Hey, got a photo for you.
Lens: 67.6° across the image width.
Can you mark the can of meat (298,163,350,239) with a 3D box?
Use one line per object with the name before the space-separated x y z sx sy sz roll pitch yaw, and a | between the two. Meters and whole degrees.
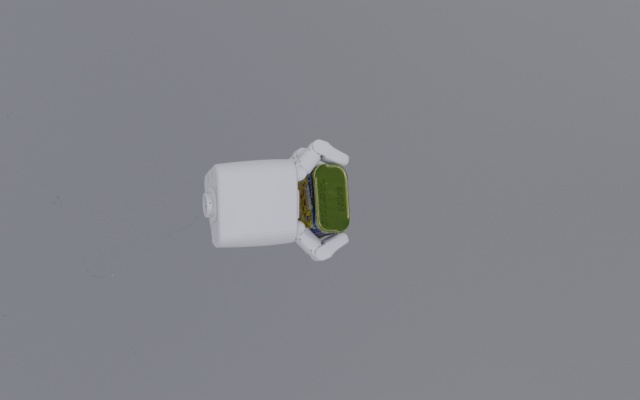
can of meat | 0.000 0.002 0.684 0.057 0.102 0.084 -1 -8 -23
